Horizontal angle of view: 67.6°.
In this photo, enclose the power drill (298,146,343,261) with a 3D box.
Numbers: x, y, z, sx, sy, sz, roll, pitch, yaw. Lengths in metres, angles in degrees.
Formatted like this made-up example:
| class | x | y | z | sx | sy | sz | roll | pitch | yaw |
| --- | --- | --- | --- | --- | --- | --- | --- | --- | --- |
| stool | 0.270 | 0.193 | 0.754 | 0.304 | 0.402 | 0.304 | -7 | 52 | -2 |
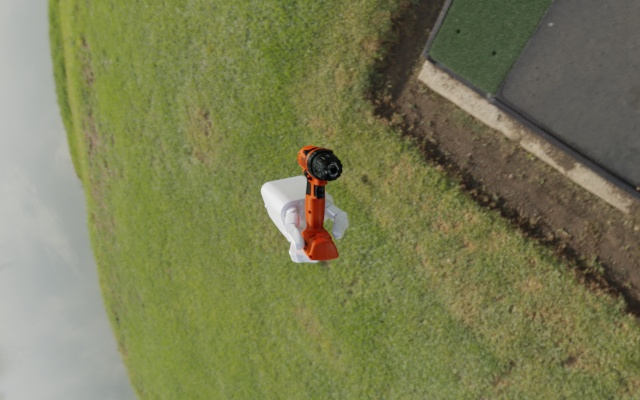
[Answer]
| class | x | y | z | sx | sy | sz | roll | pitch | yaw |
| --- | --- | --- | --- | --- | --- | --- | --- | --- | --- |
| power drill | 0.000 | 0.003 | 0.813 | 0.057 | 0.188 | 0.184 | -1 | 12 | -11 |
